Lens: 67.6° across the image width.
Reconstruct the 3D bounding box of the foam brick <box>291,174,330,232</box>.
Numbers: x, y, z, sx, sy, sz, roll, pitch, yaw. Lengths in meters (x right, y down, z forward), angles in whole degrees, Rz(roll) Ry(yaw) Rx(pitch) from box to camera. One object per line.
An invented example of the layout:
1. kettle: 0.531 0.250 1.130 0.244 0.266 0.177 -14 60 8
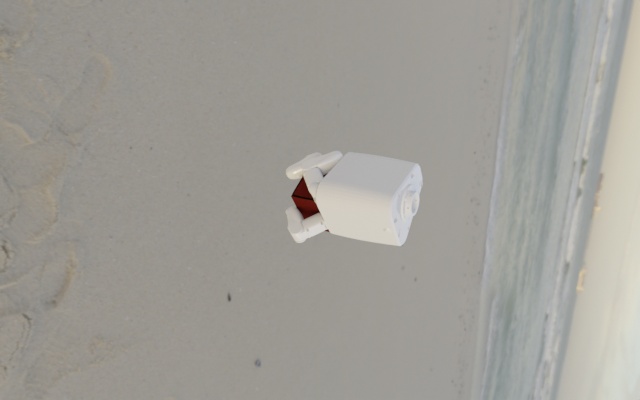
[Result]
1. foam brick: 0.000 0.002 0.710 0.051 0.053 0.078 11 -34 29
